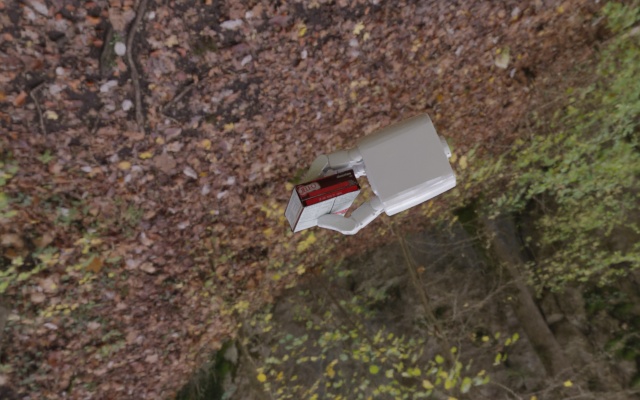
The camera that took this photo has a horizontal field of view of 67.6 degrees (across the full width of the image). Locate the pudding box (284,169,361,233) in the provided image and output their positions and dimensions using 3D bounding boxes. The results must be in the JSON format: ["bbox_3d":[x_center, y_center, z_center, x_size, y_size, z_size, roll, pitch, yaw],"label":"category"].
[{"bbox_3d":[0.000,0.002,0.693,0.090,0.039,0.113,-16,-19,-18],"label":"pudding box"}]
